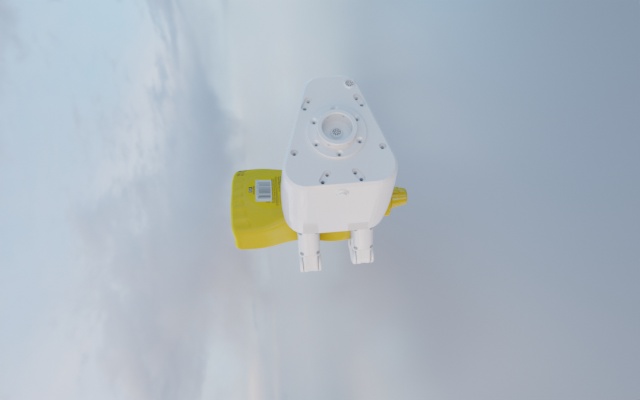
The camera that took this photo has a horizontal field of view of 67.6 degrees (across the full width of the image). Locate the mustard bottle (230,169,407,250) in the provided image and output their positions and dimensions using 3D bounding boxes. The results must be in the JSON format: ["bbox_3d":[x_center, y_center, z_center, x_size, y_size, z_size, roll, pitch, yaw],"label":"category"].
[{"bbox_3d":[0.000,0.002,0.529,0.191,0.058,0.096,-5,45,-3],"label":"mustard bottle"}]
